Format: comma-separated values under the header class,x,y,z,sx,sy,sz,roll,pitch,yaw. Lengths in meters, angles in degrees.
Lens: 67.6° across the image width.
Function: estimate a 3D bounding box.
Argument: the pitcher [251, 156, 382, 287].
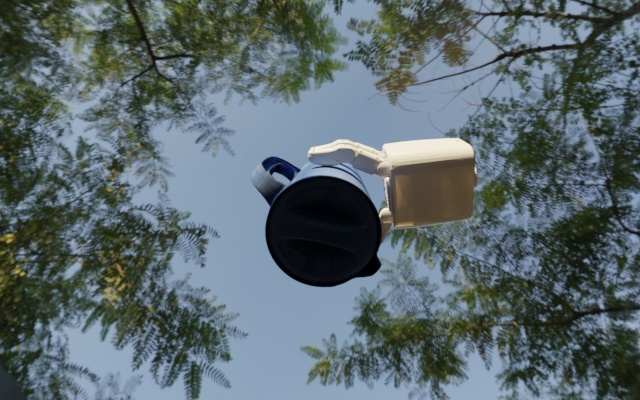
class,x,y,z,sx,sy,sz,roll,pitch,yaw
pitcher,0.000,0.002,0.648,0.145,0.149,0.242,-7,14,4
